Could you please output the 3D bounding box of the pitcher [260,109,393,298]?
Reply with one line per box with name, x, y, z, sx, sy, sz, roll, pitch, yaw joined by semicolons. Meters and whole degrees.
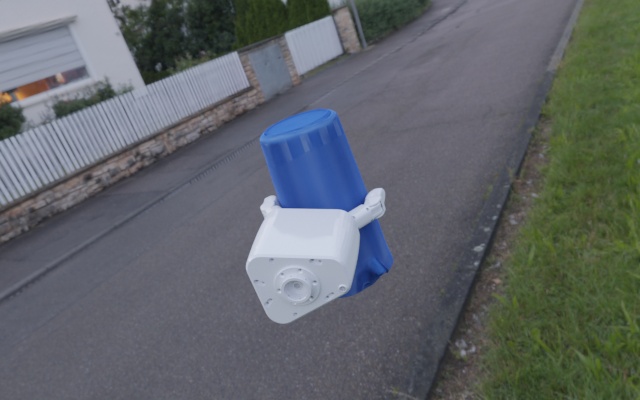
pitcher;0.000;0.002;0.672;0.149;0.243;0.145;-14;22;16
